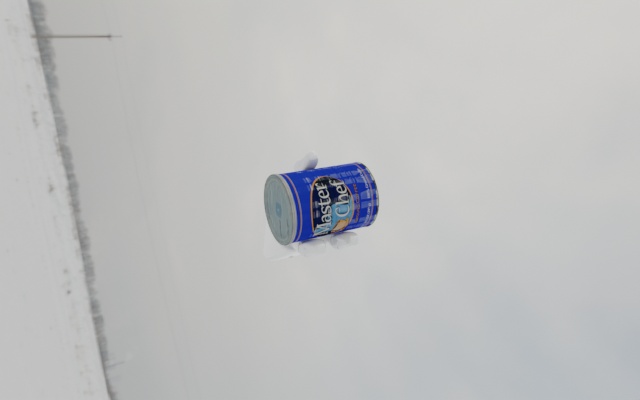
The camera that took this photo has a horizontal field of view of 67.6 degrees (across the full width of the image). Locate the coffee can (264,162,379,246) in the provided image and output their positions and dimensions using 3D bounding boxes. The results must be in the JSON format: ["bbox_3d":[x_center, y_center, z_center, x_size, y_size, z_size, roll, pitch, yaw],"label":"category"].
[{"bbox_3d":[0.000,0.002,0.705,0.140,0.103,0.103,-11,5,-26],"label":"coffee can"}]
